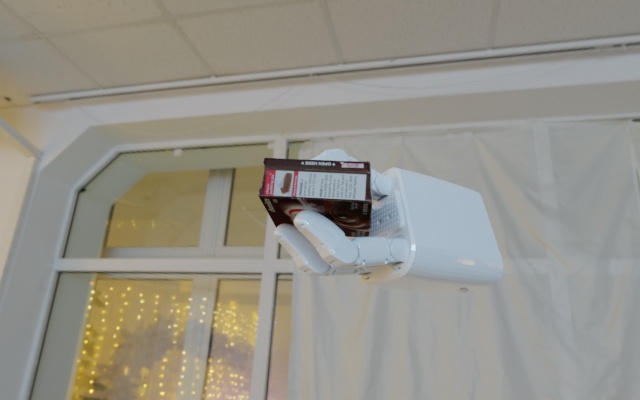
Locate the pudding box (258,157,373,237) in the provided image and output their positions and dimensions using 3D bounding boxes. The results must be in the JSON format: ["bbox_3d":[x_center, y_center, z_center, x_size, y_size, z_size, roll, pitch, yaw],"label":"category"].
[{"bbox_3d":[0.000,0.001,0.423,0.090,0.039,0.113,2,-21,5],"label":"pudding box"}]
